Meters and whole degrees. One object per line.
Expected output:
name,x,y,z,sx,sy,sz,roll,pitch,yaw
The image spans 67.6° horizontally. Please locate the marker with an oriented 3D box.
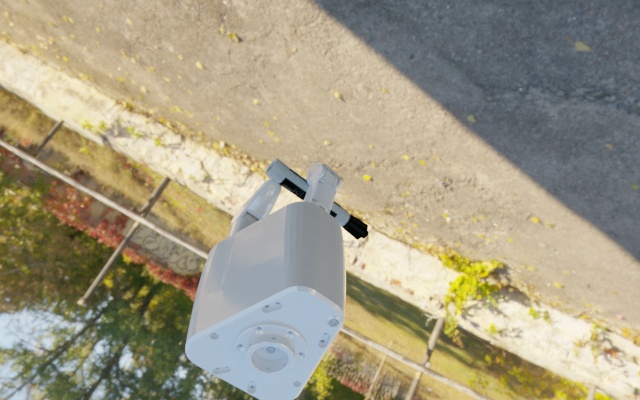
marker,0.000,0.002,0.465,0.121,0.020,0.020,36,-13,-19
